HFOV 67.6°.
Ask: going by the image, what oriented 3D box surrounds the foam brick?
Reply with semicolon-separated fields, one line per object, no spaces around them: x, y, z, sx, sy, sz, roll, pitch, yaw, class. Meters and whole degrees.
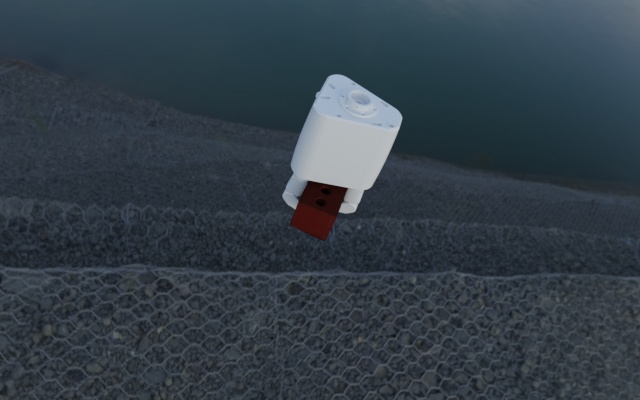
0.000;0.002;0.632;0.053;0.078;0.051;23;-43;-1;foam brick
